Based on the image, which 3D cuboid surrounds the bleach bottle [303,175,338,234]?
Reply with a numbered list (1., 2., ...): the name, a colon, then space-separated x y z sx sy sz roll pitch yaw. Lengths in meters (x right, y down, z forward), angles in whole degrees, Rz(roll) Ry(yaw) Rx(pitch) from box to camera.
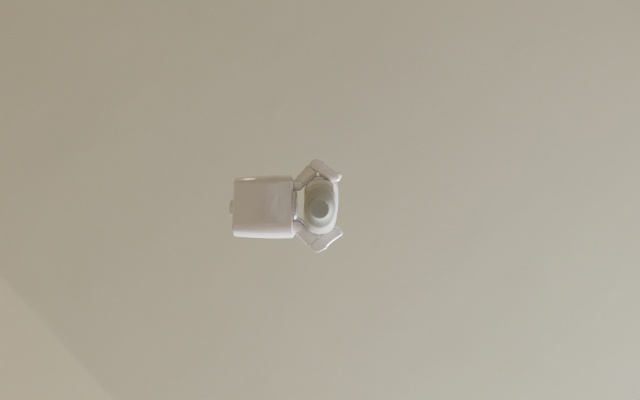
1. bleach bottle: 0.000 0.003 0.836 0.068 0.102 0.251 0 1 1
